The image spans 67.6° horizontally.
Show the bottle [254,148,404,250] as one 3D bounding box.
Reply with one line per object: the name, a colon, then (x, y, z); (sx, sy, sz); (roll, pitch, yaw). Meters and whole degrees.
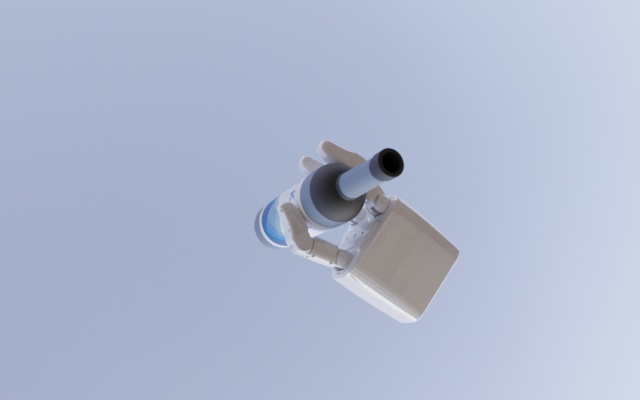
bottle: (0.000, 0.002, 0.544); (0.069, 0.069, 0.296); (0, -14, -26)
